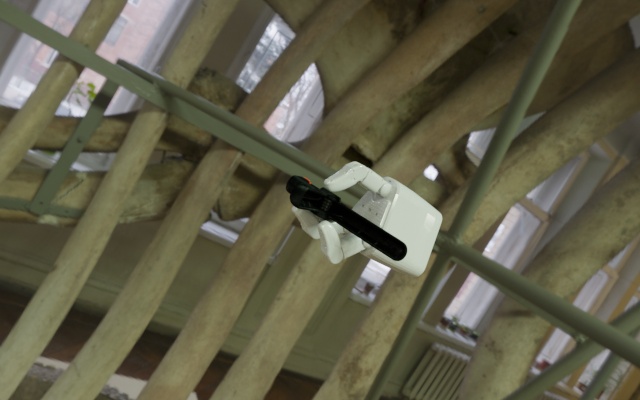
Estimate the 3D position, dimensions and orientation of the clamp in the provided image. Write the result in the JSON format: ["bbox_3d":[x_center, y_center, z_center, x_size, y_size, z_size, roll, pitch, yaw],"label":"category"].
[{"bbox_3d":[0.000,0.001,0.615,0.164,0.036,0.210,30,3,-32],"label":"clamp"}]
